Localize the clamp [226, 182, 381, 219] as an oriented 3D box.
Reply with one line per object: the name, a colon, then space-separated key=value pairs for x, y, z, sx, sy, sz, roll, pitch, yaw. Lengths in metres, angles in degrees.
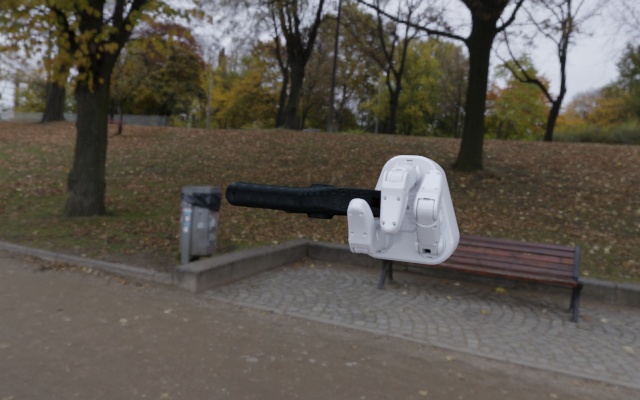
clamp: x=0.000 y=0.001 z=0.508 sx=0.171 sy=0.039 sz=0.120 roll=6 pitch=3 yaw=21
